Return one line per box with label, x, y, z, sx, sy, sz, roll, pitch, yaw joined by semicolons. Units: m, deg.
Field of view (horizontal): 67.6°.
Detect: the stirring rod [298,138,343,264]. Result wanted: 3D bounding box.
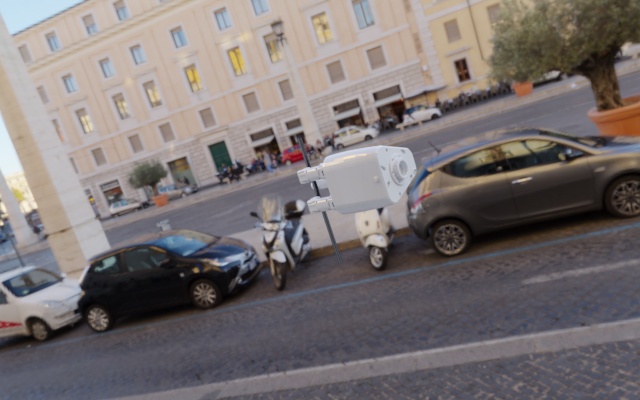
stirring rod;0.000;0.003;0.863;0.011;0.239;0.011;-18;9;3
